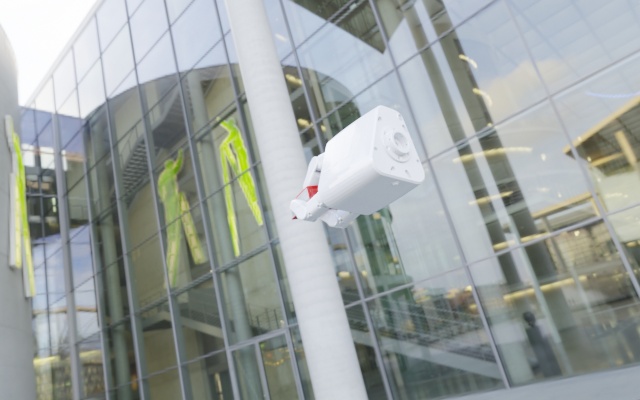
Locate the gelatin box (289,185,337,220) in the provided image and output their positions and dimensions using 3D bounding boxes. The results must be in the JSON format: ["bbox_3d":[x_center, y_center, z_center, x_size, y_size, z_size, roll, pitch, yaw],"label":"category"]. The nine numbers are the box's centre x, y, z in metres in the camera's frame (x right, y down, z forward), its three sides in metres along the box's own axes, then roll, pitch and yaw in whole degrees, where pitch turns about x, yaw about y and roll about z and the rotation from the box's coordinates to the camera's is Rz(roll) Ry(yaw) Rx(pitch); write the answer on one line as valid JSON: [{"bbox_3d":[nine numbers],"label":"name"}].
[{"bbox_3d":[0.000,0.002,0.746,0.073,0.030,0.089,-5,-17,-25],"label":"gelatin box"}]
